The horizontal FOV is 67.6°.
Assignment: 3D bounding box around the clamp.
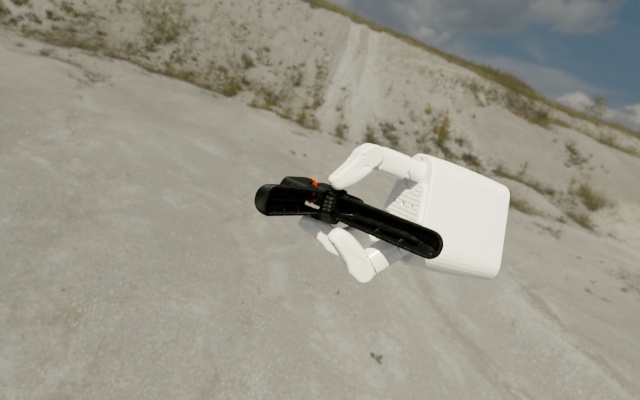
[{"bbox_3d":[0.000,0.001,0.468,0.164,0.036,0.210,16,6,-21],"label":"clamp"}]
